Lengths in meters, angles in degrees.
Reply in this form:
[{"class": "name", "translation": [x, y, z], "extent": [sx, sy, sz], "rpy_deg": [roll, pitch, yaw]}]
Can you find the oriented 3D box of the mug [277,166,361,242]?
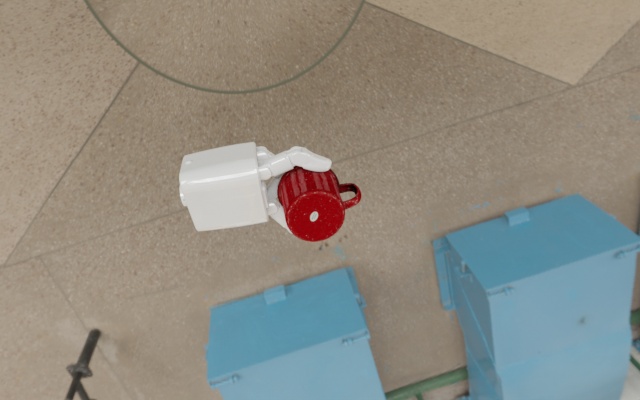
[{"class": "mug", "translation": [0.002, 0.002, 0.669], "extent": [0.117, 0.093, 0.081], "rpy_deg": [-10, 30, -4]}]
